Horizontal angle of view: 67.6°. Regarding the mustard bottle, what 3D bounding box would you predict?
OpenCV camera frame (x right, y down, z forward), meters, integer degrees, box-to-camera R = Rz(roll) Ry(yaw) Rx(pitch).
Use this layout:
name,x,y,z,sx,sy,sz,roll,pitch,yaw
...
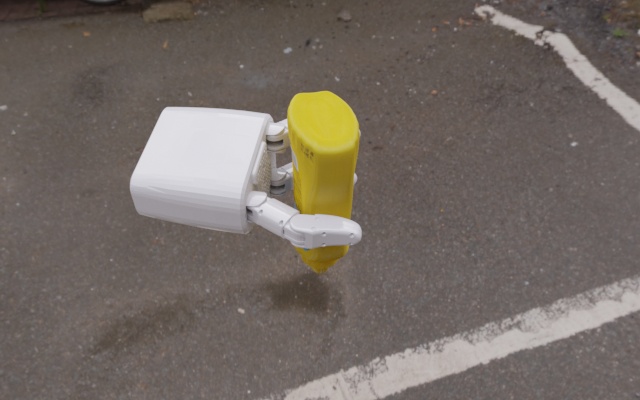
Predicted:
name,x,y,z,sx,sy,sz,roll,pitch,yaw
mustard bottle,0.000,0.001,0.457,0.058,0.192,0.096,-9,42,-11
